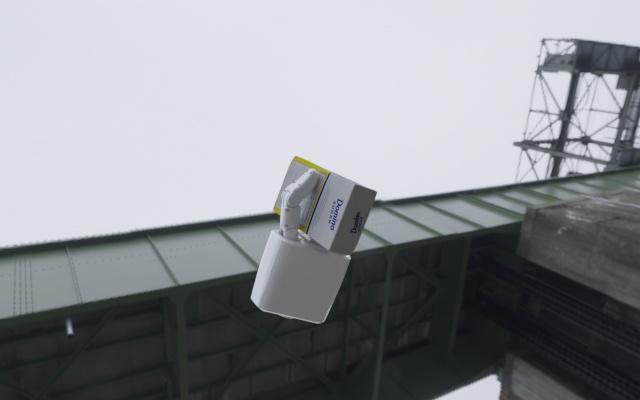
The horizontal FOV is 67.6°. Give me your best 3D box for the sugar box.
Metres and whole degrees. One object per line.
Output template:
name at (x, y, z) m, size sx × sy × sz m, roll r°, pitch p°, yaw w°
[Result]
sugar box at (0.000, 0.002, 0.671) m, size 0.048 × 0.093 × 0.176 m, roll 17°, pitch 8°, yaw -36°
